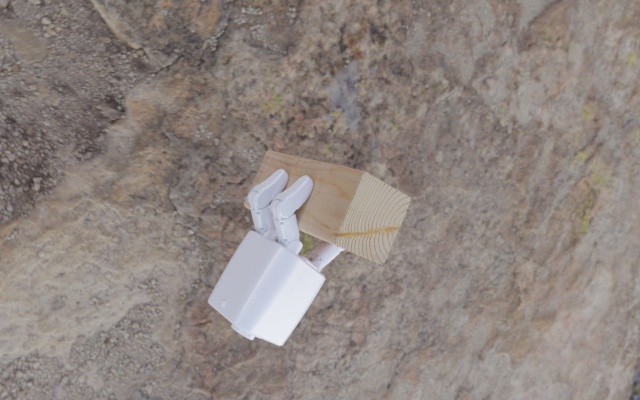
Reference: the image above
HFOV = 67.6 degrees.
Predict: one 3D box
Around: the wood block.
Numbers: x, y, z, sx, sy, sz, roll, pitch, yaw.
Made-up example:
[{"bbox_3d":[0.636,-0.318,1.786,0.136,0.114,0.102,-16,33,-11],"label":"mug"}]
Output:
[{"bbox_3d":[0.000,0.003,0.622,0.091,0.090,0.206,26,-5,-39],"label":"wood block"}]
